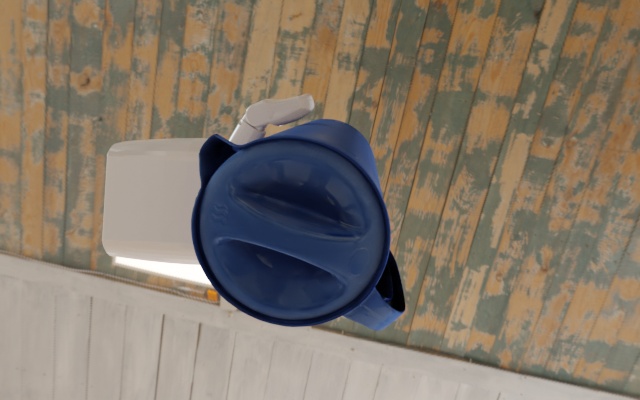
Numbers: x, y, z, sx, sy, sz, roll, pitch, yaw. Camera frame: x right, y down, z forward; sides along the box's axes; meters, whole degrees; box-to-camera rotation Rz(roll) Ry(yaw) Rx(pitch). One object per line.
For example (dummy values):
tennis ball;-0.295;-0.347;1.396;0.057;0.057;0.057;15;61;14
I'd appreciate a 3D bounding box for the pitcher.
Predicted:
pitcher;0.000;0.001;0.422;0.145;0.149;0.242;1;16;8
